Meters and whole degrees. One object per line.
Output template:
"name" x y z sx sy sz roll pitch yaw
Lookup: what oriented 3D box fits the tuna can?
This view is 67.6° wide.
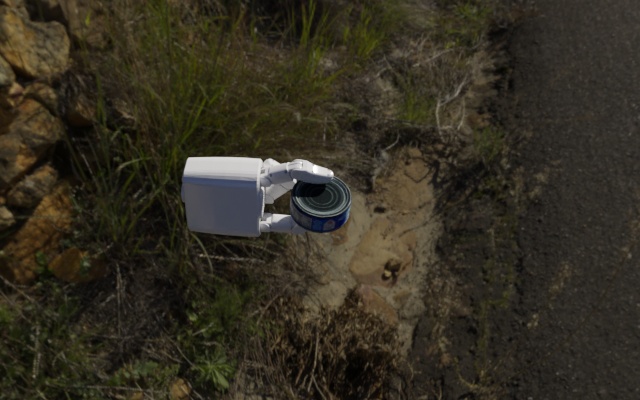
"tuna can" 0.000 0.002 0.668 0.086 0.086 0.034 0 -42 -8
